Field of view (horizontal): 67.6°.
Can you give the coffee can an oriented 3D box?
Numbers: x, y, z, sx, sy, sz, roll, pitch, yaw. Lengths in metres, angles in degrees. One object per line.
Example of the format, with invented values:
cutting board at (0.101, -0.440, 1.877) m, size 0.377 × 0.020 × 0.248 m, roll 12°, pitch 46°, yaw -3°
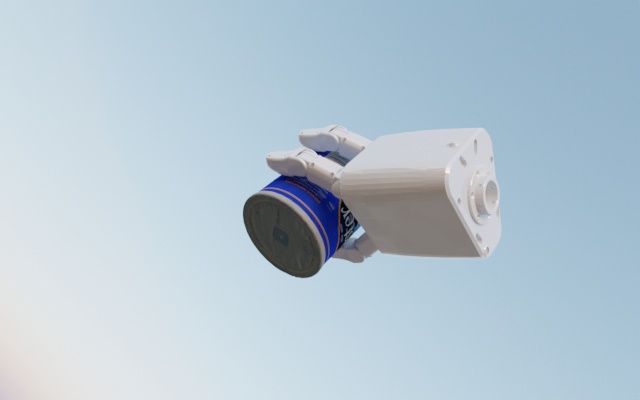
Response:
coffee can at (0.000, 0.002, 0.522) m, size 0.103 × 0.103 × 0.140 m, roll 0°, pitch 31°, yaw 43°
